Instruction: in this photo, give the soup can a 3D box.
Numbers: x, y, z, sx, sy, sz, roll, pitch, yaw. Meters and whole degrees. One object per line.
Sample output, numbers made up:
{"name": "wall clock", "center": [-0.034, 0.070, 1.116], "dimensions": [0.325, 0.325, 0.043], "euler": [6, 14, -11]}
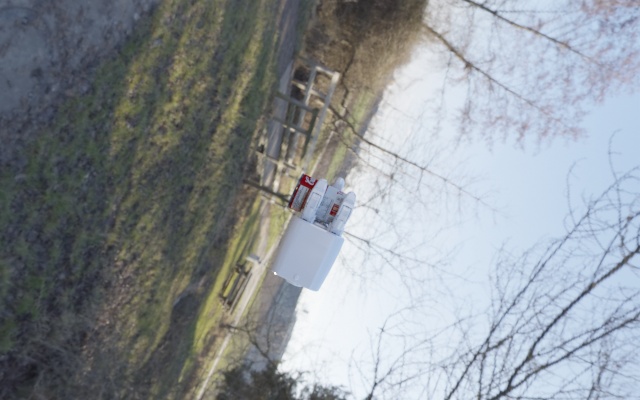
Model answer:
{"name": "soup can", "center": [0.001, 0.002, 0.854], "dimensions": [0.102, 0.068, 0.068], "euler": [25, 0, 0]}
